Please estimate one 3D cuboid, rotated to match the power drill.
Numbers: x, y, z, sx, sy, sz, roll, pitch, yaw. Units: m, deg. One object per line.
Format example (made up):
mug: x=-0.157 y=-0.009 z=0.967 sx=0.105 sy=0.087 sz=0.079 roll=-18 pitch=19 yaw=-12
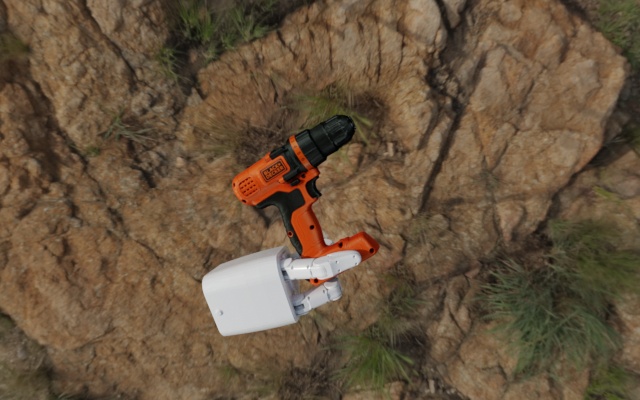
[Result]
power drill: x=0.000 y=0.003 z=0.635 sx=0.184 sy=0.187 sz=0.057 roll=-31 pitch=0 yaw=12
